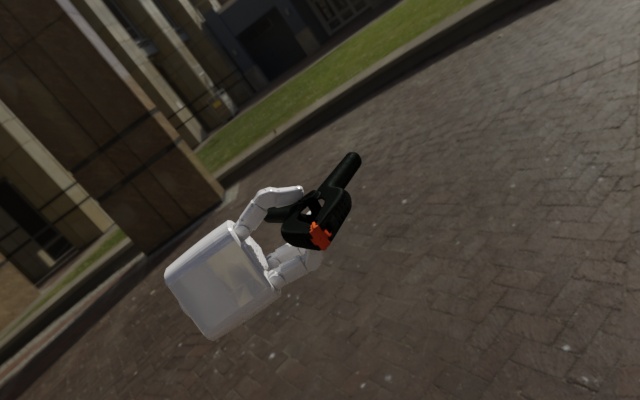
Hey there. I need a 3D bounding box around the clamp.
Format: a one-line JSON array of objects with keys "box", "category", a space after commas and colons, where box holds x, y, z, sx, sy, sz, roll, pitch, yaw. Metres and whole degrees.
[{"box": [0.000, 0.002, 0.602, 0.164, 0.036, 0.210, -35, 17, 0], "category": "clamp"}]
